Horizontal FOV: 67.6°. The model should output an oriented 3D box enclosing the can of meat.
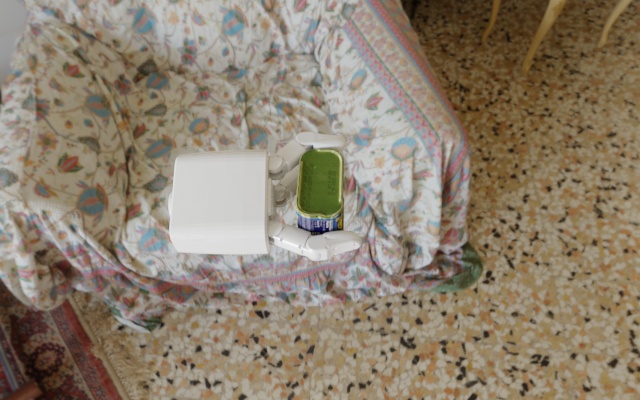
[{"bbox_3d":[0.000,0.002,0.559,0.057,0.102,0.084,1,-36,2],"label":"can of meat"}]
